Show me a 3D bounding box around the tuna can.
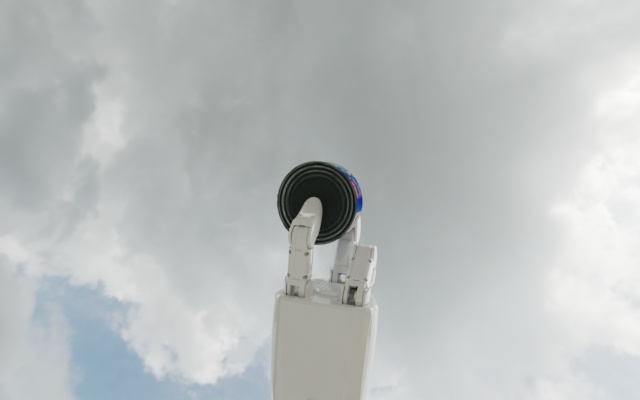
[{"bbox_3d":[0.000,0.002,0.500,0.086,0.086,0.034,0,5,18],"label":"tuna can"}]
